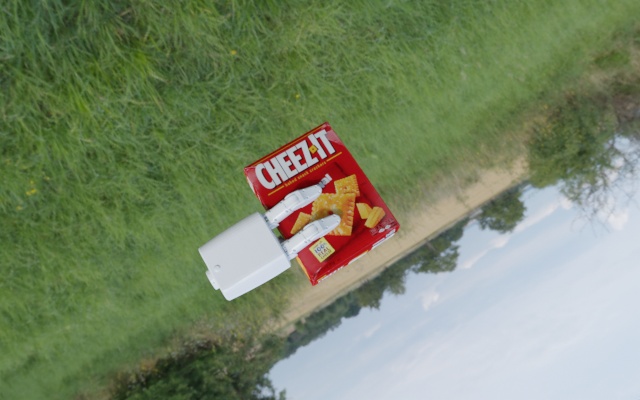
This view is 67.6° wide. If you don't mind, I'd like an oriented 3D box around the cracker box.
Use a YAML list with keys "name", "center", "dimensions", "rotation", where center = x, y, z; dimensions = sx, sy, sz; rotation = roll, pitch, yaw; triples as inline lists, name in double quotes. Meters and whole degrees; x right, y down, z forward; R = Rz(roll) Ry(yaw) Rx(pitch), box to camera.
- name: "cracker box"
  center: [0.000, 0.003, 0.769]
  dimensions: [0.164, 0.213, 0.072]
  rotation: [-31, -14, -10]
